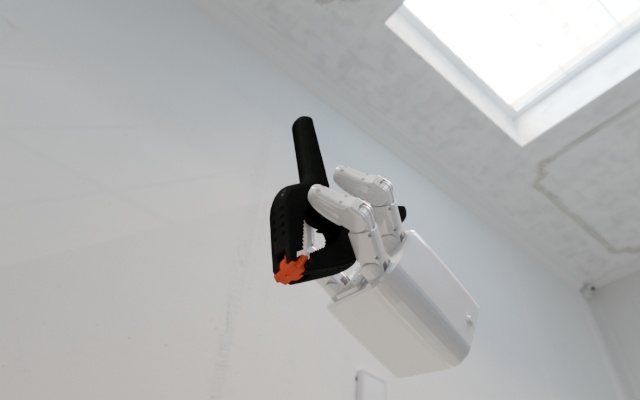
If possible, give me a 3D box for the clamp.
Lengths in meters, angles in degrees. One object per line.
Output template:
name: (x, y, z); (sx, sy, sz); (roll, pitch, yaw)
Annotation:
clamp: (0.000, 0.002, 0.464); (0.036, 0.164, 0.210); (-44, 1, 35)
